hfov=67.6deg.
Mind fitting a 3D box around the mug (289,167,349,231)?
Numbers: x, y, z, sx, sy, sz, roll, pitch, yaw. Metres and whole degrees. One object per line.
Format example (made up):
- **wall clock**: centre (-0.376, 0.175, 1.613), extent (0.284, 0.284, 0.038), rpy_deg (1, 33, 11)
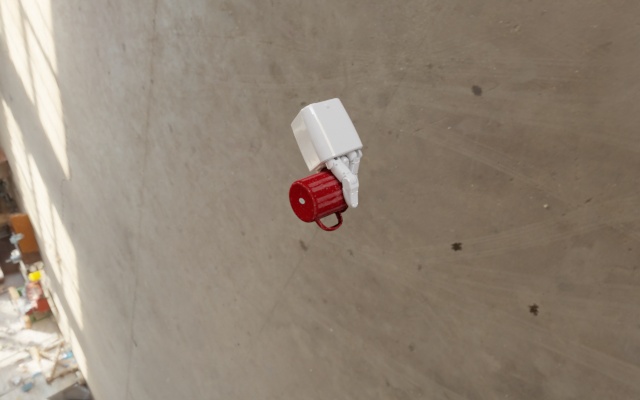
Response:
- **mug**: centre (0.001, 0.004, 0.888), extent (0.081, 0.117, 0.093), rpy_deg (-22, -4, -36)
